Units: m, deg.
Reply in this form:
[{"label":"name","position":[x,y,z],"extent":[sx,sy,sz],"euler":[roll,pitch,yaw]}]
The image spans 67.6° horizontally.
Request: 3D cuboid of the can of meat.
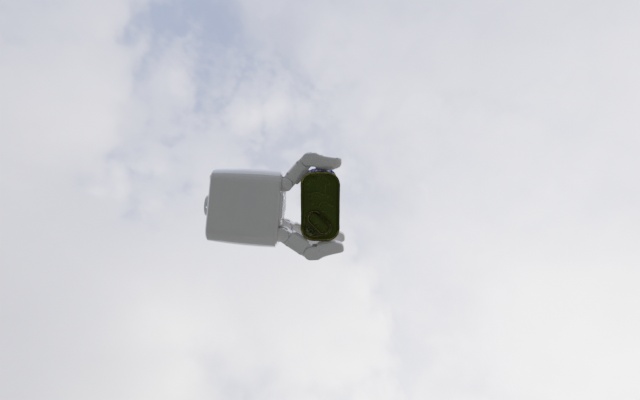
[{"label":"can of meat","position":[0.000,0.002,0.728],"extent":[0.057,0.102,0.084],"euler":[0,10,1]}]
